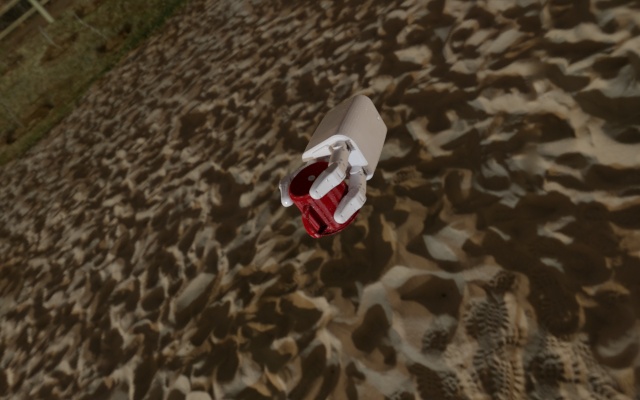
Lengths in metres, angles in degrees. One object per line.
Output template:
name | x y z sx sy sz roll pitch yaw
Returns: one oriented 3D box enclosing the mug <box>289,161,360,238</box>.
mug | -0.001 0.003 0.734 0.093 0.117 0.081 -9 -46 37
